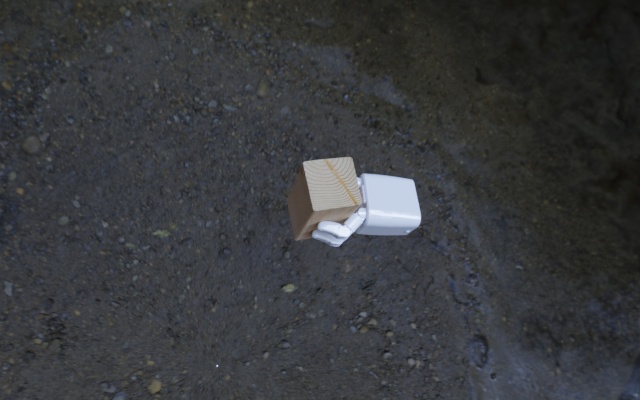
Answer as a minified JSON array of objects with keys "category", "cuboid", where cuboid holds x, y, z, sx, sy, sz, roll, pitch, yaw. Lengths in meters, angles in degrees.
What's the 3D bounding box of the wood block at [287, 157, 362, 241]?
[{"category":"wood block","cuboid":[0.000,0.003,0.897,0.090,0.090,0.206,-7,-17,-15]}]
